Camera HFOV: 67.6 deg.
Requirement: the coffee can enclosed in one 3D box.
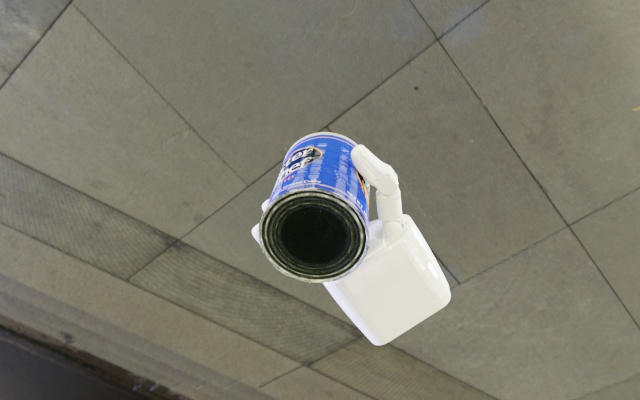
[{"bbox_3d":[0.000,0.001,0.495,0.103,0.103,0.140,0,28,6],"label":"coffee can"}]
